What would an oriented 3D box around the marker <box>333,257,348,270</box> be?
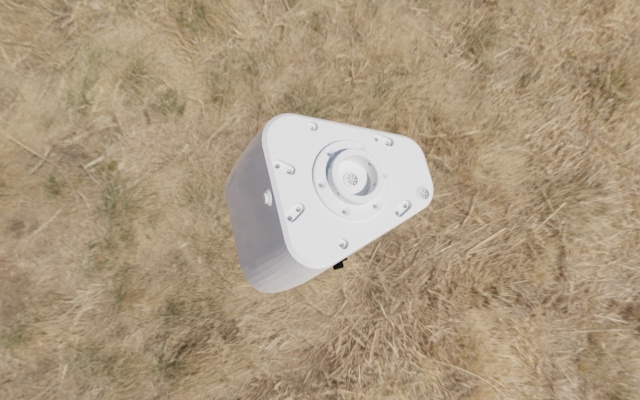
[{"bbox_3d":[0.000,0.001,0.420,0.020,0.121,0.020,-15,-10,-3],"label":"marker"}]
